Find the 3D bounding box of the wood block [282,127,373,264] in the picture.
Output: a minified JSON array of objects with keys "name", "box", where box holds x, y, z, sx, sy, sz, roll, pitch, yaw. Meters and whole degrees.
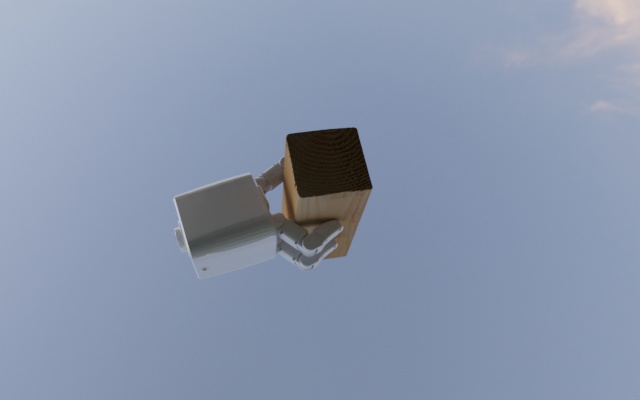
[{"name":"wood block","box":[0.000,0.002,0.644,0.090,0.090,0.206,-7,-27,-10]}]
